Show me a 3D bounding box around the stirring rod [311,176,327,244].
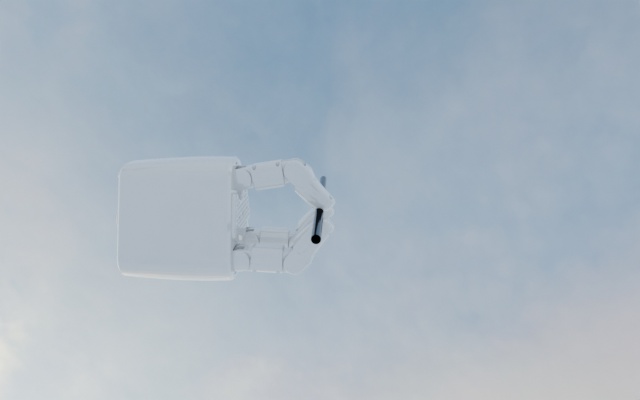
[{"bbox_3d":[0.000,0.002,0.489,0.011,0.011,0.239,0,14,2],"label":"stirring rod"}]
